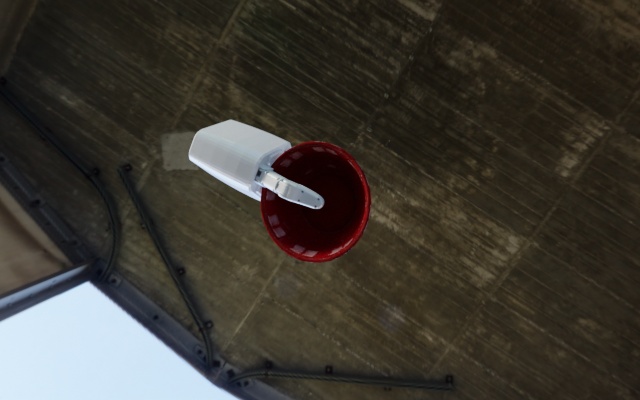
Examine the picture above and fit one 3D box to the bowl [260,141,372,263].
[{"bbox_3d":[0.001,0.003,0.657,0.162,0.162,0.055,0,0,24],"label":"bowl"}]
